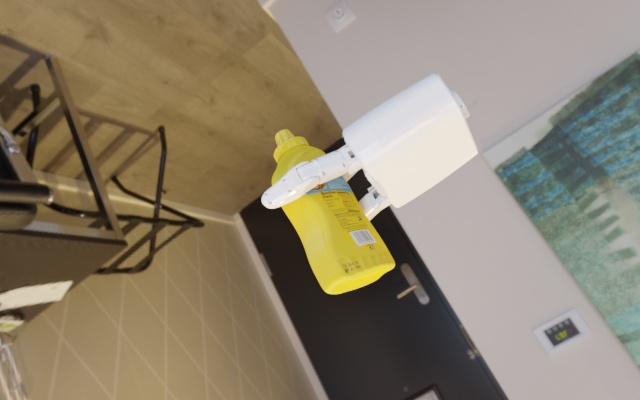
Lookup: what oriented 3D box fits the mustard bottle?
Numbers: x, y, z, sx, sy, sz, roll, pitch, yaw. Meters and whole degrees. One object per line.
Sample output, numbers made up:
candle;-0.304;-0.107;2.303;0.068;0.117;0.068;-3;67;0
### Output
mustard bottle;0.000;0.002;0.510;0.096;0.191;0.058;-4;-32;-49
